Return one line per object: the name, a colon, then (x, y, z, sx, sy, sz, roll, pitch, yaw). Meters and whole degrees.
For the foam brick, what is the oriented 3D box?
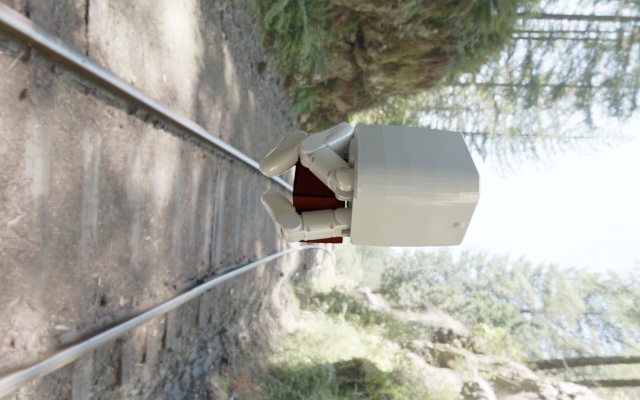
foam brick: (0.000, 0.002, 0.485, 0.051, 0.053, 0.078, 2, -39, 1)
